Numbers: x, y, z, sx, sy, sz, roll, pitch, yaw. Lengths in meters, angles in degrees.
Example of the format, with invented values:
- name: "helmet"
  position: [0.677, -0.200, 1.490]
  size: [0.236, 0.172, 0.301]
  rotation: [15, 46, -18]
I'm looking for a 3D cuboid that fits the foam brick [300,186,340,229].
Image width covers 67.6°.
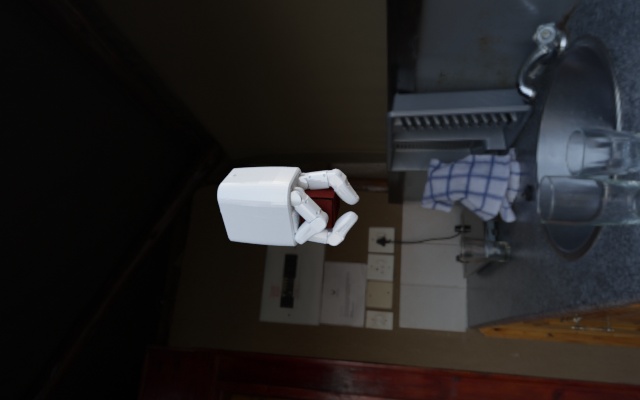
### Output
- name: "foam brick"
  position: [0.000, 0.002, 0.734]
  size: [0.051, 0.053, 0.078]
  rotation: [1, 25, 9]
